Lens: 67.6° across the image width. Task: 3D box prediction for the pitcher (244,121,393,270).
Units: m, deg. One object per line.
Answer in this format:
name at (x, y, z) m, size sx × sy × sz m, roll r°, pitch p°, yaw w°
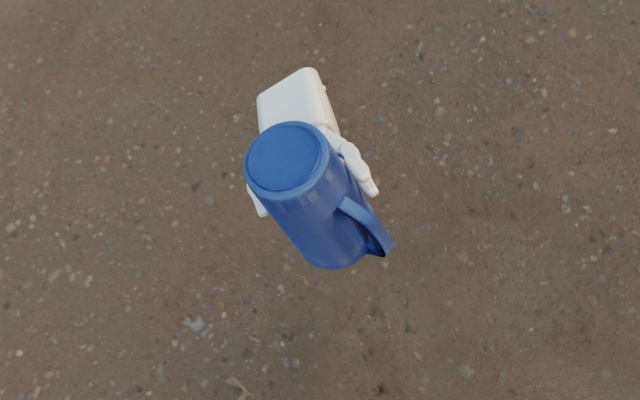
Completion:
pitcher at (0.000, 0.002, 0.650) m, size 0.149 × 0.145 × 0.243 m, roll -18°, pitch -28°, yaw 9°
